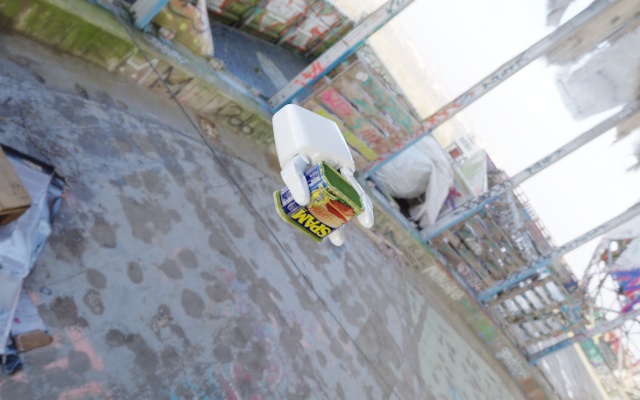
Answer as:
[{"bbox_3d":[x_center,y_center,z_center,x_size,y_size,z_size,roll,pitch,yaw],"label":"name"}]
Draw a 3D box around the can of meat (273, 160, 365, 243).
[{"bbox_3d":[0.000,0.002,0.668,0.084,0.057,0.102,-35,-47,20],"label":"can of meat"}]
